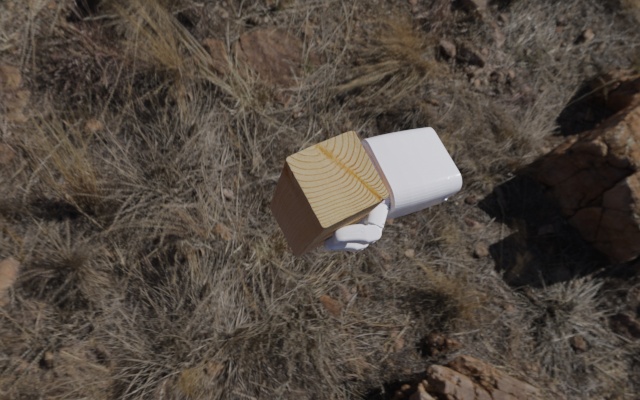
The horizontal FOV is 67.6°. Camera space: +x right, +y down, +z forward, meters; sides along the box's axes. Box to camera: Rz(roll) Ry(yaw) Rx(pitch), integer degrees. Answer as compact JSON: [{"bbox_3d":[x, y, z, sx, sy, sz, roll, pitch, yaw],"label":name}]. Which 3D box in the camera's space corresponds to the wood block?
[{"bbox_3d":[0.000,0.002,0.623,0.090,0.091,0.206,-25,-10,-17],"label":"wood block"}]
